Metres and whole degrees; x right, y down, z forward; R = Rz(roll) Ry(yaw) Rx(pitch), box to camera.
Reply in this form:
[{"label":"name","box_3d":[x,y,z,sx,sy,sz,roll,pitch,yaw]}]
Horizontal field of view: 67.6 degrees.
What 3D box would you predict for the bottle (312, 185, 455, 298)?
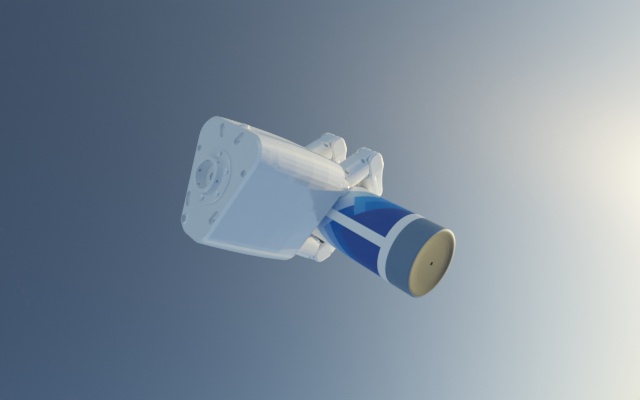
[{"label":"bottle","box_3d":[0.000,0.002,0.509,0.069,0.069,0.295,0,21,-45]}]
